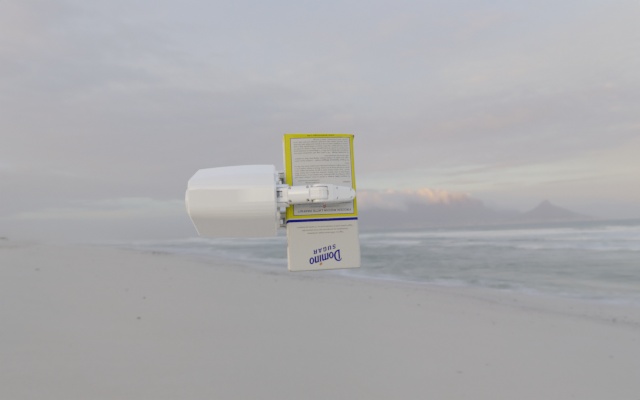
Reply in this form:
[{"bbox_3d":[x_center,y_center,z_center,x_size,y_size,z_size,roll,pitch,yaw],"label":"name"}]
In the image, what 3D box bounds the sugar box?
[{"bbox_3d":[0.000,0.002,0.624,0.093,0.176,0.048,-1,-4,-8],"label":"sugar box"}]
